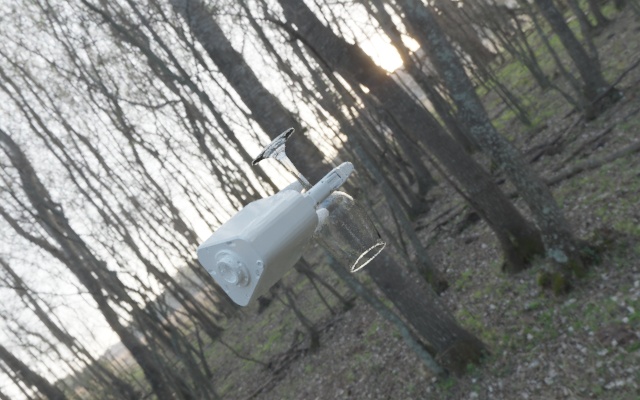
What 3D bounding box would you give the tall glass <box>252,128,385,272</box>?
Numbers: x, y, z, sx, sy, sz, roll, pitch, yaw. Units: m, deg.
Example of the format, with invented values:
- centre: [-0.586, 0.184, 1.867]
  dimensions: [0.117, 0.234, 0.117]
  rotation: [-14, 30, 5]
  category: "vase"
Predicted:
- centre: [0.000, 0.001, 0.647]
  dimensions: [0.079, 0.201, 0.079]
  rotation: [-41, 1, 1]
  category: "tall glass"
